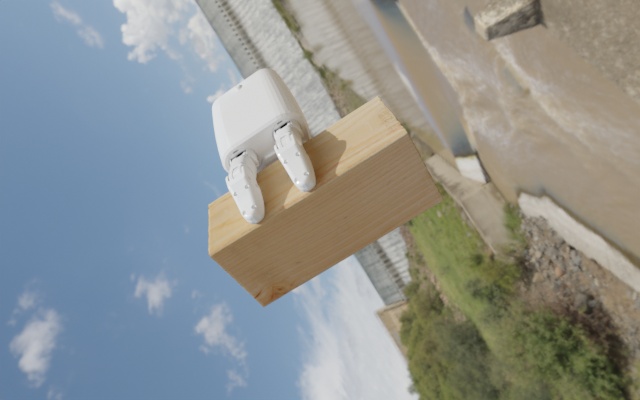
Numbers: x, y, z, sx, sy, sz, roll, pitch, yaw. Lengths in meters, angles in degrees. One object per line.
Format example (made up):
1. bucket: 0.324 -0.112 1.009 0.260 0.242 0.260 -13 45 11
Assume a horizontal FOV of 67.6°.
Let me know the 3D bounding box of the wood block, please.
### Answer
1. wood block: 0.000 0.002 0.474 0.206 0.091 0.090 -32 34 8
